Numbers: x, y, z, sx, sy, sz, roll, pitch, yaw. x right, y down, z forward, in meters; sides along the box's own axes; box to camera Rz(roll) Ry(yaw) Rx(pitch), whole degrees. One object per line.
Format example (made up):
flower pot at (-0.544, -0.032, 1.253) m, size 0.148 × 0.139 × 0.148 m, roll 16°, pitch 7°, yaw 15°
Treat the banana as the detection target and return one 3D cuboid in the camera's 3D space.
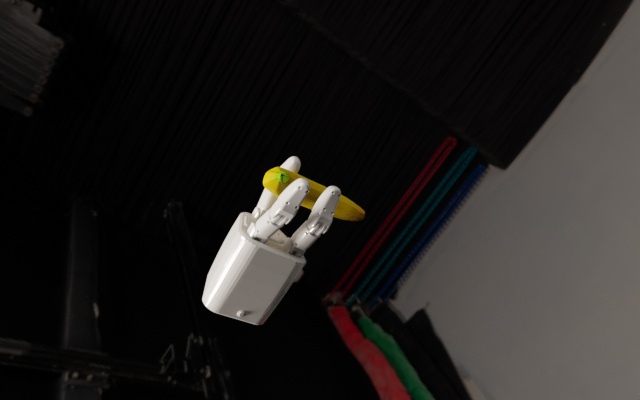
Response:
banana at (-0.014, -0.007, 0.630) m, size 0.069 × 0.037 × 0.198 m, roll 32°, pitch 6°, yaw 37°
